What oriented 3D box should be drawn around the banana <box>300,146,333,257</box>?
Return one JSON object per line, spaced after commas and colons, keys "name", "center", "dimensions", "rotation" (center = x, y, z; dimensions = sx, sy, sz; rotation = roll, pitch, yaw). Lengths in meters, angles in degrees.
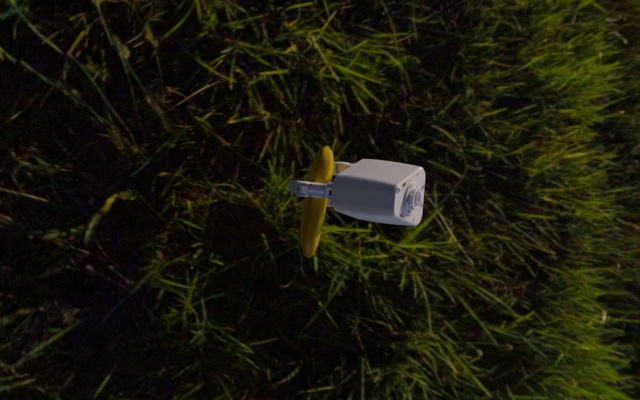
{"name": "banana", "center": [-0.004, -0.005, 0.790], "dimensions": [0.037, 0.197, 0.070], "rotation": [9, -10, 16]}
